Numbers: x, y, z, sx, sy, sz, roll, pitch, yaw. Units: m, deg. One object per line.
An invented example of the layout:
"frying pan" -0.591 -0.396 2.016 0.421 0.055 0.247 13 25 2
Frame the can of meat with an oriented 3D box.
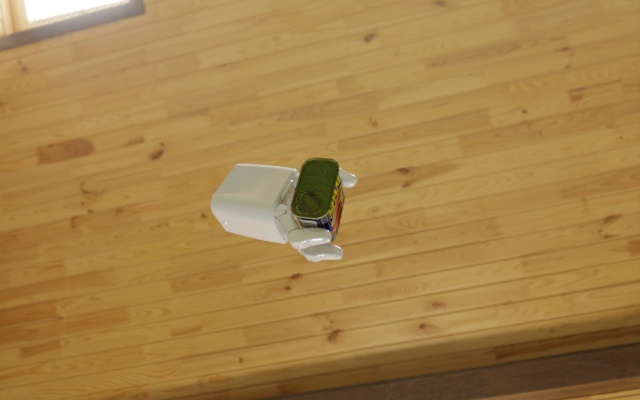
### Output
"can of meat" 0.000 0.002 0.706 0.057 0.102 0.084 5 -31 15
